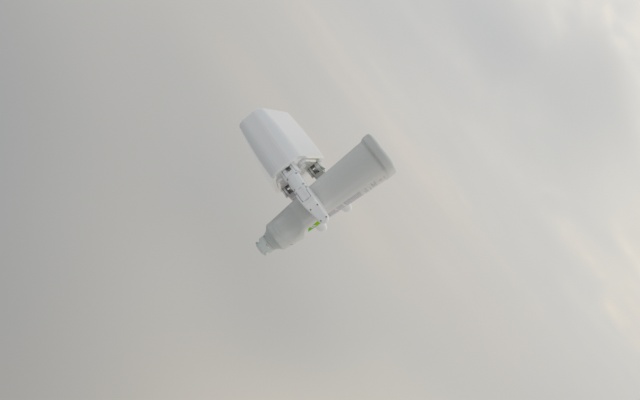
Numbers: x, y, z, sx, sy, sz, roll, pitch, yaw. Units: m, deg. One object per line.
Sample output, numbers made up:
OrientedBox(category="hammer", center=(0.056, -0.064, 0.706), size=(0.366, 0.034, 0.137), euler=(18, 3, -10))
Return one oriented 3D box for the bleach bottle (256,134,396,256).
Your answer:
OrientedBox(category="bleach bottle", center=(0.000, 0.002, 0.753), size=(0.251, 0.068, 0.102), euler=(-37, -13, 7))
